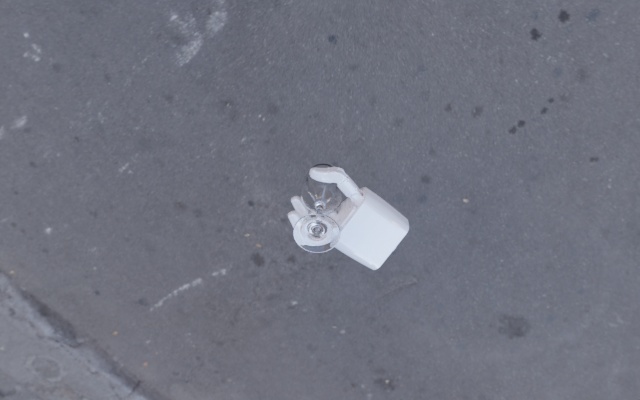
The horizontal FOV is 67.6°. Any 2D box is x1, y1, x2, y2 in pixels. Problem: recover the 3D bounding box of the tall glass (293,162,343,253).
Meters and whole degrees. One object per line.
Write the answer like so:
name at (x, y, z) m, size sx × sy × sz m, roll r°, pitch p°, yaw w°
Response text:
tall glass at (0.000, 0.003, 0.832) m, size 0.079 × 0.079 × 0.201 m, roll 0°, pitch 30°, yaw 4°
